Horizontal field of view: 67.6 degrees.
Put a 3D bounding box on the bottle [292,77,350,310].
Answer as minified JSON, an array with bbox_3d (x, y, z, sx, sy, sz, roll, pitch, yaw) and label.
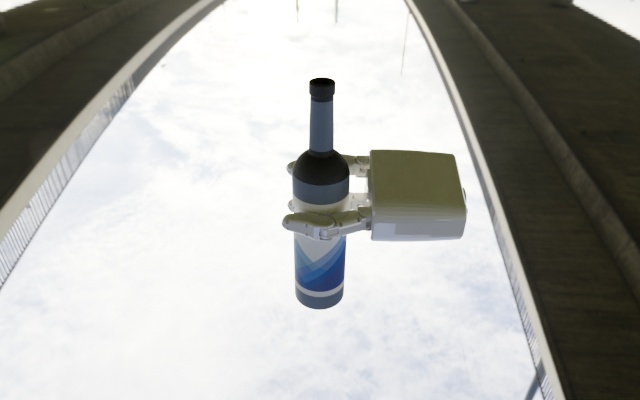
[{"bbox_3d":[0.000,0.002,0.563,0.069,0.296,0.069,1,34,0],"label":"bottle"}]
